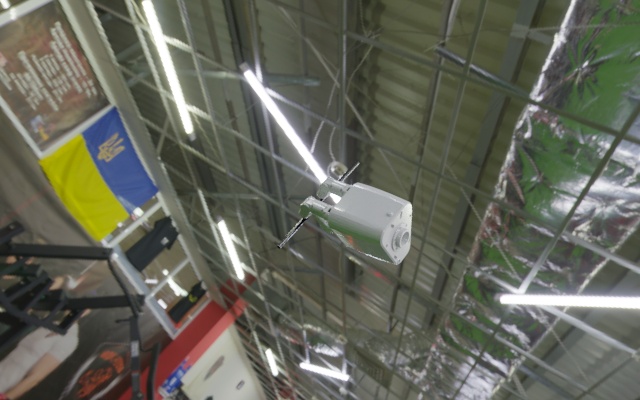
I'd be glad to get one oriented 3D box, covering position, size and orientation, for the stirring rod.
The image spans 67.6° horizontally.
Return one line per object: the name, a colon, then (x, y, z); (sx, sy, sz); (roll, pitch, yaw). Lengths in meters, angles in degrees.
stirring rod: (0.000, 0.003, 0.882); (0.011, 0.011, 0.239); (0, 40, 53)
